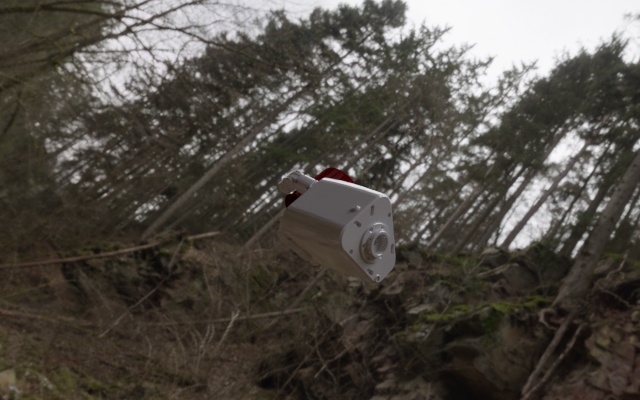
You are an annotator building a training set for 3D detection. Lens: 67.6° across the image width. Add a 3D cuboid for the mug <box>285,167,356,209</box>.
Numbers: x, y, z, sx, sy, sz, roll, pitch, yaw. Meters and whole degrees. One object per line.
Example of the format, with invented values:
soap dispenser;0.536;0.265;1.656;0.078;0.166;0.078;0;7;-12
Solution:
mug;-0.001;0.002;0.718;0.081;0.093;0.117;-41;35;-26
